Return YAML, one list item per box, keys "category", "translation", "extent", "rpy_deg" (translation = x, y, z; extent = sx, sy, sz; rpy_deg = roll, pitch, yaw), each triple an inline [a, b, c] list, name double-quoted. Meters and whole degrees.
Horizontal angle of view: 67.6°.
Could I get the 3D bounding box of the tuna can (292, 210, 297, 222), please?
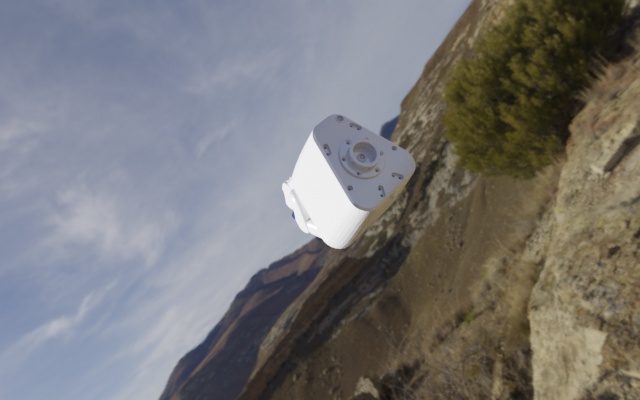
- category: "tuna can"
  translation: [0.000, 0.002, 0.658]
  extent: [0.033, 0.086, 0.086]
  rpy_deg: [41, 8, 9]
